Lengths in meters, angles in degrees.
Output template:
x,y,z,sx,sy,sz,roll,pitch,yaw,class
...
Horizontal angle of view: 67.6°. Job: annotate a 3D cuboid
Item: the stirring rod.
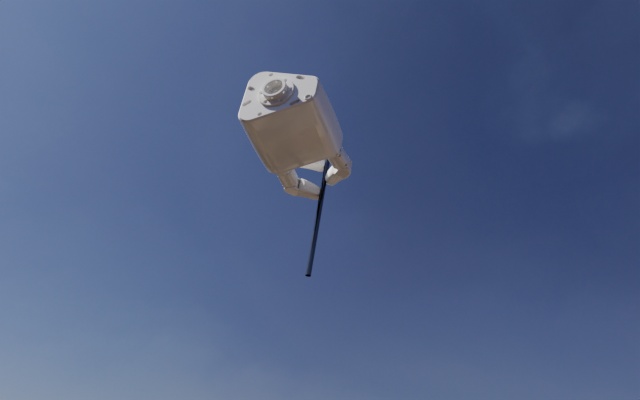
x,y,z,sx,sy,sz,roll,pitch,yaw,class
0.000,0.002,0.714,0.011,0.239,0.011,7,-33,4,stirring rod
